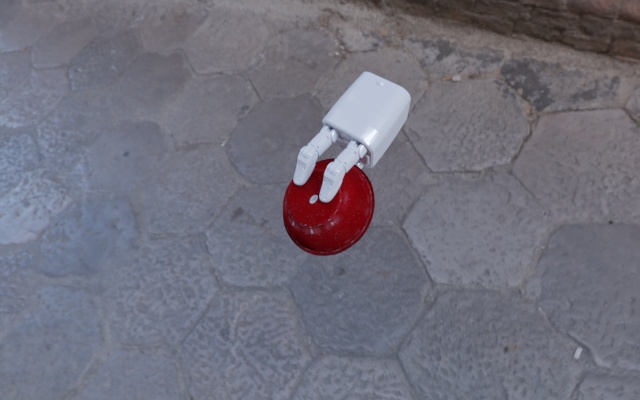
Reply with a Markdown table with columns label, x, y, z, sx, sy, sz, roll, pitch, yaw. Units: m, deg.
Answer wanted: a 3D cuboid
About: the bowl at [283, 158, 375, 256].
| label | x | y | z | sx | sy | sz | roll | pitch | yaw |
| --- | --- | --- | --- | --- | --- | --- | --- | --- | --- |
| bowl | -0.001 | 0.004 | 0.743 | 0.162 | 0.162 | 0.055 | 0 | -15 | 26 |
